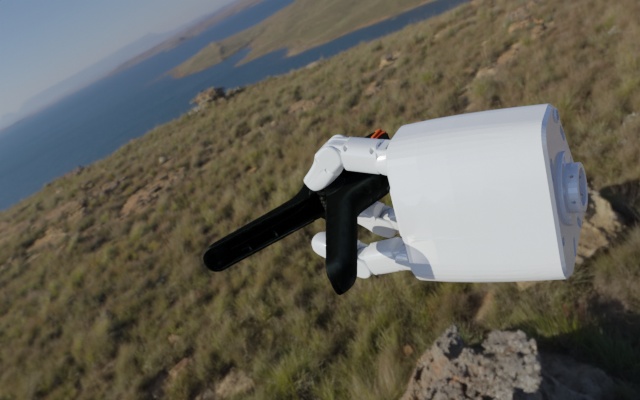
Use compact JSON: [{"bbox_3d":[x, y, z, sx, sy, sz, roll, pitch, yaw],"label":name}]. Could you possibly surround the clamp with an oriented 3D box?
[{"bbox_3d":[0.000,0.000,0.430,0.164,0.036,0.210,-4,34,38],"label":"clamp"}]
